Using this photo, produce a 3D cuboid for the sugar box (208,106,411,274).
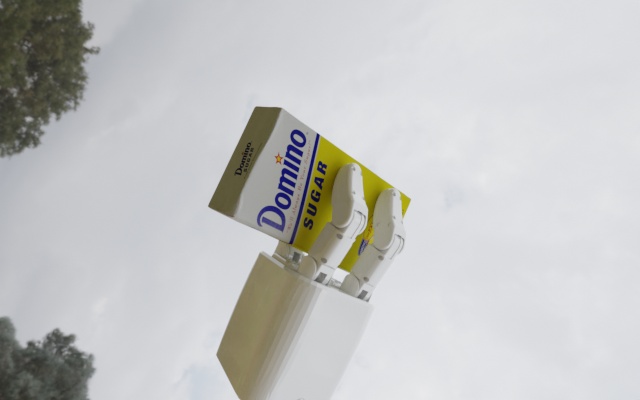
[{"bbox_3d":[0.000,0.002,0.417,0.176,0.093,0.048,30,-9,-41],"label":"sugar box"}]
